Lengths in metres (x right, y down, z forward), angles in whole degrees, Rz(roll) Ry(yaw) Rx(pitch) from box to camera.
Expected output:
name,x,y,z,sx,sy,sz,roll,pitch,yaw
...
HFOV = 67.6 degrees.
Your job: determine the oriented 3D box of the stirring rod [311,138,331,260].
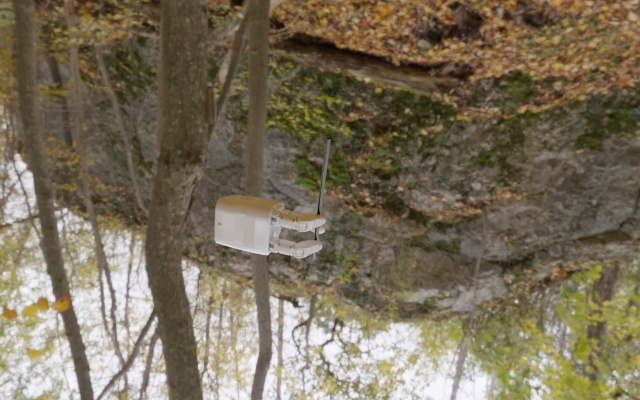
name,x,y,z,sx,sy,sz,roll,pitch,yaw
stirring rod,0.000,0.003,0.877,0.011,0.240,0.011,6,23,-3
